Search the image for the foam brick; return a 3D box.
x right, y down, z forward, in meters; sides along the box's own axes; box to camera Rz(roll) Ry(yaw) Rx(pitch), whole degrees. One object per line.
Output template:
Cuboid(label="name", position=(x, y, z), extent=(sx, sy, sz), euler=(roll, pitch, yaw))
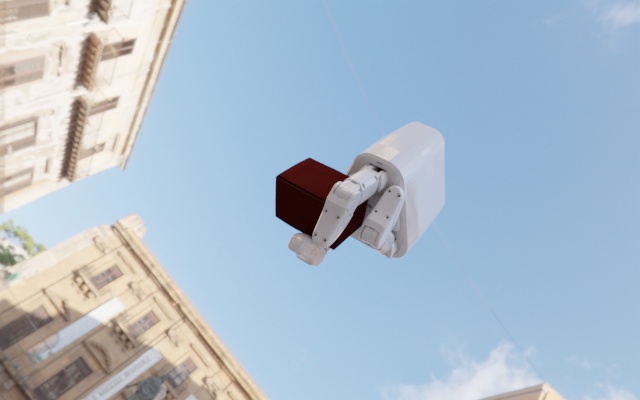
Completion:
Cuboid(label="foam brick", position=(0.000, 0.001, 0.476), extent=(0.078, 0.053, 0.051), euler=(28, 43, 24))
